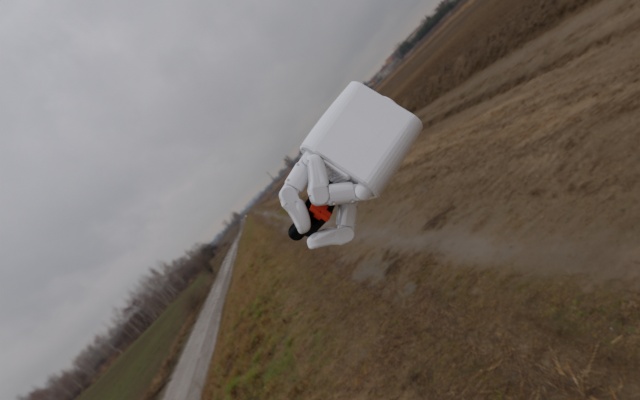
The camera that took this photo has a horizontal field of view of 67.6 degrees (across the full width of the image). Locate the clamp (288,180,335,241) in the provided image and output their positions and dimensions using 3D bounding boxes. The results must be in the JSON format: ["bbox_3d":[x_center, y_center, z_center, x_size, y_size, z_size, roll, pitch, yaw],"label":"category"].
[{"bbox_3d":[0.000,0.002,0.658,0.039,0.120,0.171,28,-8,-8],"label":"clamp"}]
